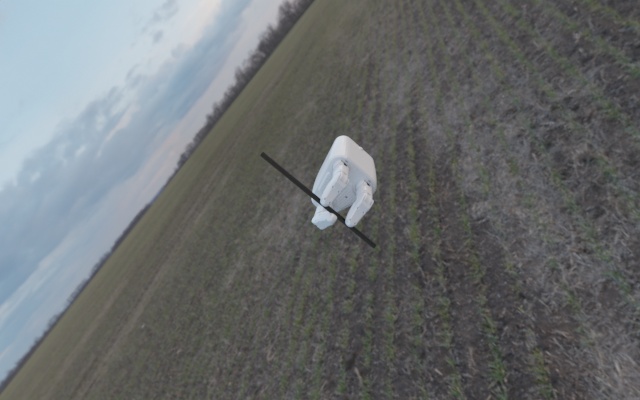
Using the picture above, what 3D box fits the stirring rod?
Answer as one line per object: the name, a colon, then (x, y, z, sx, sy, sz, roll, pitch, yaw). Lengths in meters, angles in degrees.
stirring rod: (0.000, 0.003, 0.760, 0.239, 0.011, 0.011, 39, -12, -15)
